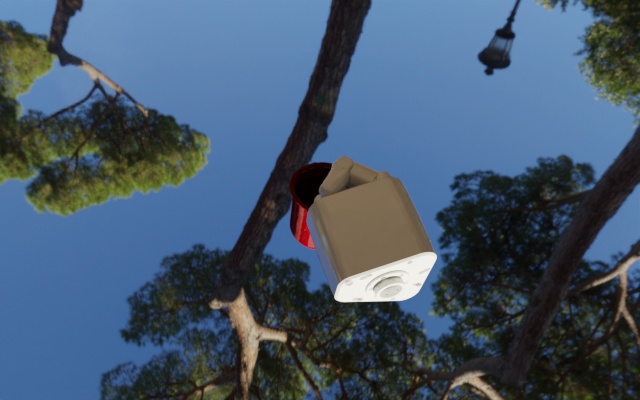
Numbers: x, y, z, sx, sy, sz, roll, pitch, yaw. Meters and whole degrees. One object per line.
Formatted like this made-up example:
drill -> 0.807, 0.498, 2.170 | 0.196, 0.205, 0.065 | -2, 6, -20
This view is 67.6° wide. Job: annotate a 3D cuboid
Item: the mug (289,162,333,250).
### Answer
mug -> 0.000, 0.001, 0.630 | 0.093, 0.117, 0.082 | -6, -41, -15
